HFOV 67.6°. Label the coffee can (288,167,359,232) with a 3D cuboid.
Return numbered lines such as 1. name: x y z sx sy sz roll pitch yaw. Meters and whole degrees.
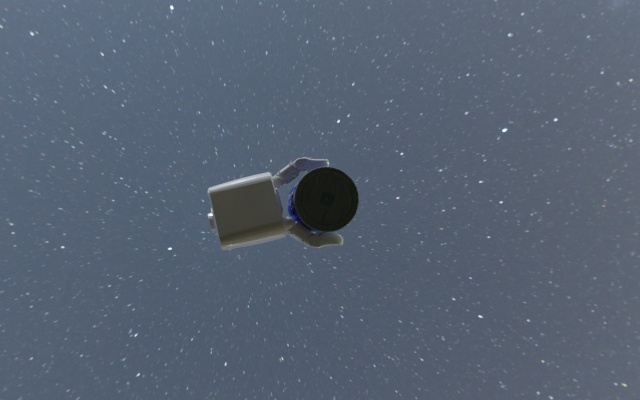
1. coffee can: 0.000 0.003 0.810 0.103 0.103 0.140 0 -4 -8
